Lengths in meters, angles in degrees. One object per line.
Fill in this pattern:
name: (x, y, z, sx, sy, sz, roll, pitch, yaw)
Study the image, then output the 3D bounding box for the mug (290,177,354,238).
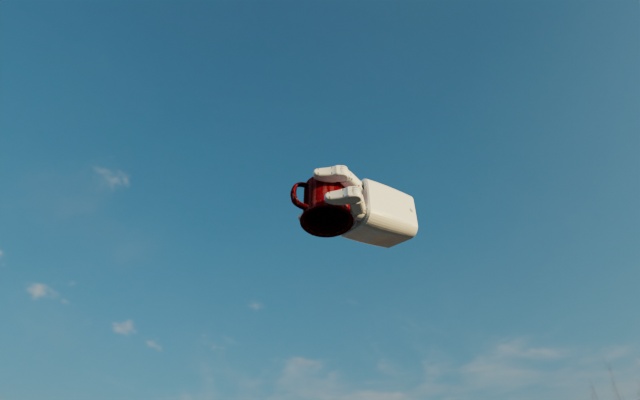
mug: (-0.001, 0.002, 0.840, 0.117, 0.081, 0.093, 19, -43, -22)
